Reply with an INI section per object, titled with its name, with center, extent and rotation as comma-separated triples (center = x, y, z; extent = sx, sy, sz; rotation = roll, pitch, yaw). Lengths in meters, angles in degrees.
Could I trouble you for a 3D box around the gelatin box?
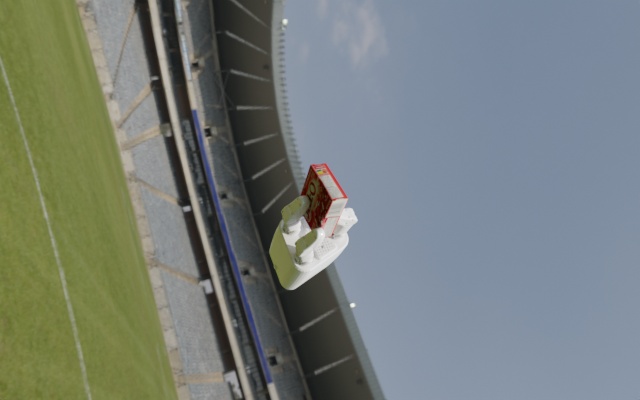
[gelatin box]
center = 0.001, 0.002, 0.698
extent = 0.030, 0.073, 0.089
rotation = -9, -38, -28
